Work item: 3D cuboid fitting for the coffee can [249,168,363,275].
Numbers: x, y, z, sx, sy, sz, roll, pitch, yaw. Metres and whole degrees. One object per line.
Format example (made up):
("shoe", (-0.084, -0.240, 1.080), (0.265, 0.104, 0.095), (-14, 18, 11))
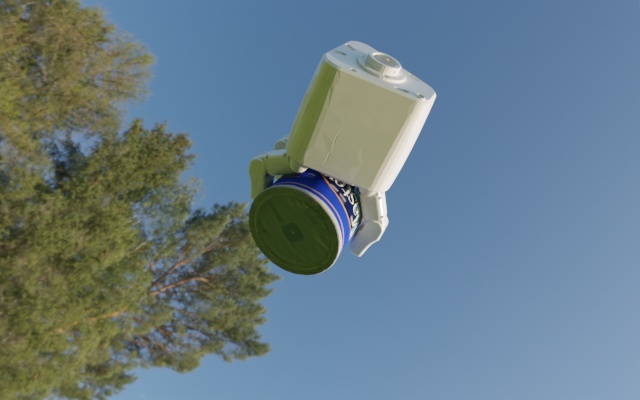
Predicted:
("coffee can", (0.000, 0.002, 0.532), (0.103, 0.103, 0.140), (0, 27, 27))
